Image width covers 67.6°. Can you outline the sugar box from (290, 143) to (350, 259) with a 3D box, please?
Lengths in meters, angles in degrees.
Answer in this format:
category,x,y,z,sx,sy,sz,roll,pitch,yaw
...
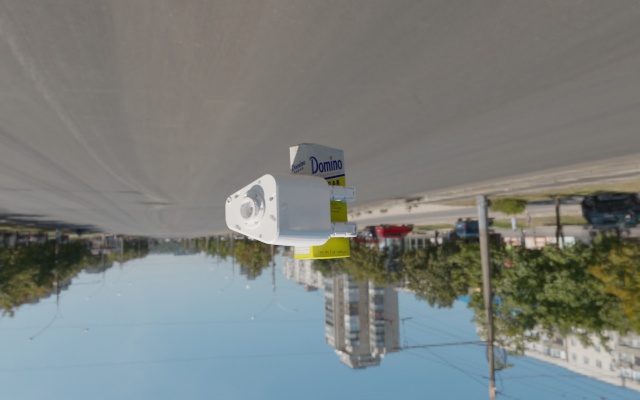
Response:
category,x,y,z,sx,sy,sz,roll,pitch,yaw
sugar box,0.000,0.003,0.754,0.048,0.176,0.093,-6,-7,40
